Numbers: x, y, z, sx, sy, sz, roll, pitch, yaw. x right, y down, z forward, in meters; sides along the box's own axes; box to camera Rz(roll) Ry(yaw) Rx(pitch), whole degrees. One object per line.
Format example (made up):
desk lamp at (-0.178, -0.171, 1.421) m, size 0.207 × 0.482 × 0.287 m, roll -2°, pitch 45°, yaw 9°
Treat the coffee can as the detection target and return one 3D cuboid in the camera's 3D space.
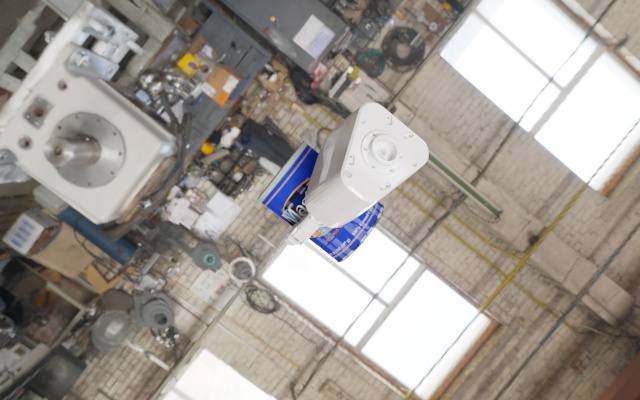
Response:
coffee can at (0.000, 0.002, 0.651) m, size 0.140 × 0.103 × 0.103 m, roll 38°, pitch -5°, yaw -7°
